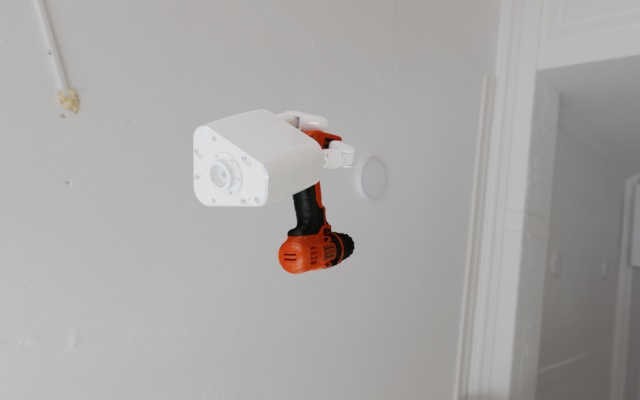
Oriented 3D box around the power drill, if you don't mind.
[{"bbox_3d":[0.000,0.002,0.664,0.057,0.187,0.184,-4,-1,24],"label":"power drill"}]
